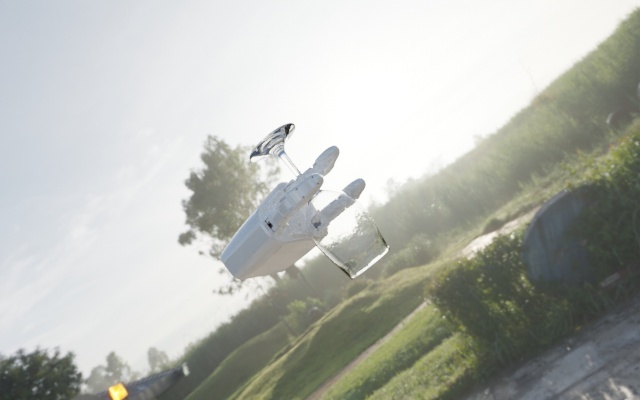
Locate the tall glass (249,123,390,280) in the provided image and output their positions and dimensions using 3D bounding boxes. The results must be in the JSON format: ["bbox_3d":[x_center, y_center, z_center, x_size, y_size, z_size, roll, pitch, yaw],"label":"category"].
[{"bbox_3d":[0.000,0.001,0.600,0.079,0.201,0.079,-38,-8,-6],"label":"tall glass"}]
